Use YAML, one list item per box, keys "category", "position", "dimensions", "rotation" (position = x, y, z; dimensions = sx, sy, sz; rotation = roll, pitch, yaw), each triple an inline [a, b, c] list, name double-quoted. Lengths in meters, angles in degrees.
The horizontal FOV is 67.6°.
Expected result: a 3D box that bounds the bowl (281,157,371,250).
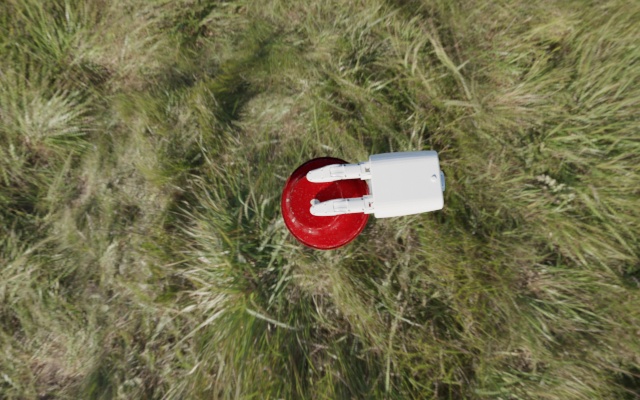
- category: "bowl"
  position: [-0.001, 0.003, 0.798]
  dimensions: [0.162, 0.162, 0.055]
  rotation: [0, -4, 17]
